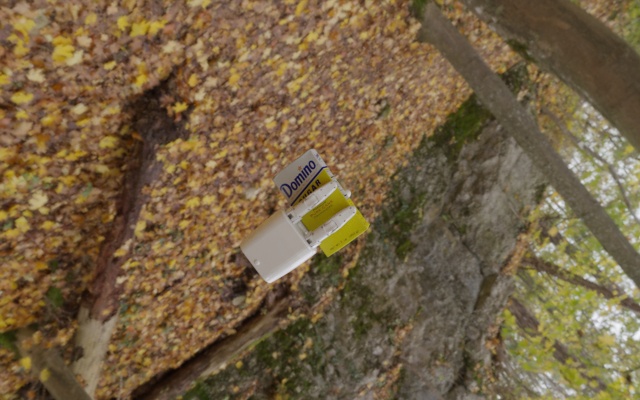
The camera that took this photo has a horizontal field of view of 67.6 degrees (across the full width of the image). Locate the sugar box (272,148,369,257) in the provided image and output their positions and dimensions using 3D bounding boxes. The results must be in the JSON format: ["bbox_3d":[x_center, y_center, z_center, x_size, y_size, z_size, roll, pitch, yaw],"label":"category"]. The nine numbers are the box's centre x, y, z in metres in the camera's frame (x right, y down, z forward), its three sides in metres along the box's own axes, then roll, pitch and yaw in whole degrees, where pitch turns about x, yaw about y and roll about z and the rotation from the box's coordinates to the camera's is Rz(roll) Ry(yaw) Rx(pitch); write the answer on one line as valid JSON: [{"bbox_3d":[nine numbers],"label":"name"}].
[{"bbox_3d":[0.000,0.003,0.863,0.093,0.176,0.048,-37,0,14],"label":"sugar box"}]
